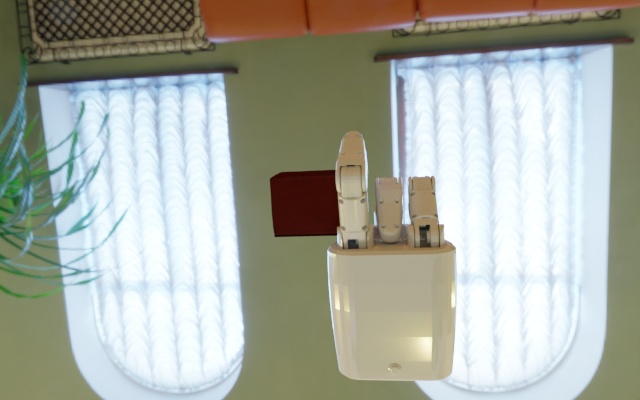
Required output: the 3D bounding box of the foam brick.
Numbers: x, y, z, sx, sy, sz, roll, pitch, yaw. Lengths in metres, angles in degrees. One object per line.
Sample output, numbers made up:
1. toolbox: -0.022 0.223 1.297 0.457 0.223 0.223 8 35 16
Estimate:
1. foam brick: 0.000 0.001 0.410 0.078 0.051 0.053 -2 9 8
